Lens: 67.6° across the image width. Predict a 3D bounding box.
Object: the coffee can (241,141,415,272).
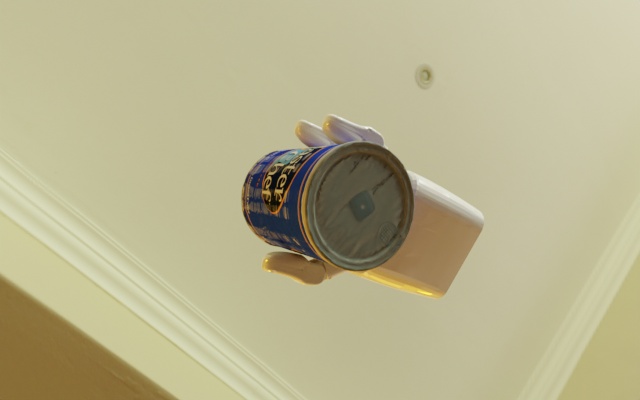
[{"bbox_3d":[0.000,0.001,0.432,0.103,0.103,0.140,0,3,-29],"label":"coffee can"}]
